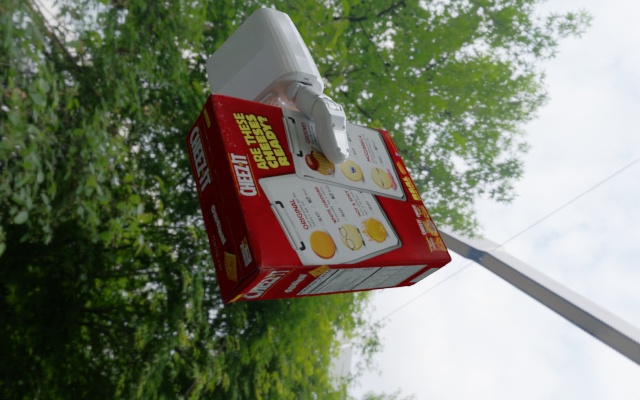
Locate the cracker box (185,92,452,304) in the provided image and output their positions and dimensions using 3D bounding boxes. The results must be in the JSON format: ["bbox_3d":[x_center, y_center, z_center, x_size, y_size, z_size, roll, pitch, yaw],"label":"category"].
[{"bbox_3d":[0.000,0.001,0.439,0.214,0.164,0.072,3,-36,-38],"label":"cracker box"}]
